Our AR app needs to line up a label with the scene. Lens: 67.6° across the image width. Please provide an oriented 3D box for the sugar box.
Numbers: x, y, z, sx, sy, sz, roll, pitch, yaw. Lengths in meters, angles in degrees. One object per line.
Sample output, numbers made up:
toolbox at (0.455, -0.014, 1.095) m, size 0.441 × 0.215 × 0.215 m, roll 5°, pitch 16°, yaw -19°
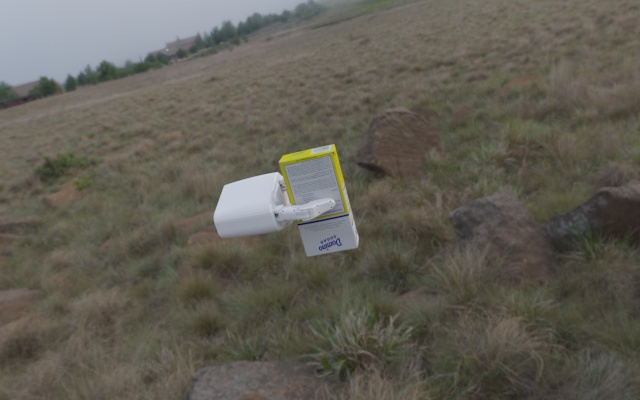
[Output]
sugar box at (0.000, 0.002, 0.802) m, size 0.093 × 0.176 × 0.048 m, roll -11°, pitch 22°, yaw 11°
